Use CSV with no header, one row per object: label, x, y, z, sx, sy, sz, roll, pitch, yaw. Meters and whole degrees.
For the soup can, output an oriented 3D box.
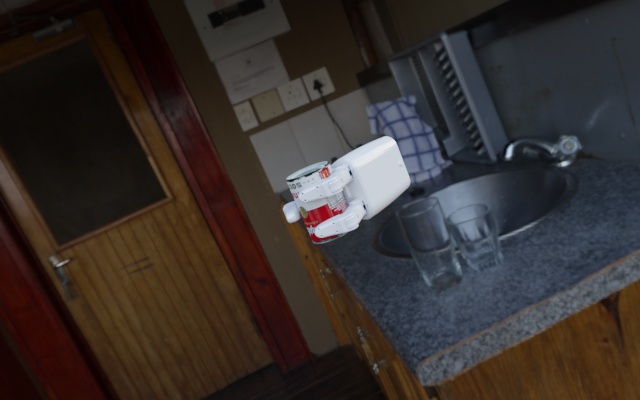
soup can,0.000,0.002,0.692,0.068,0.102,0.068,-22,12,5
